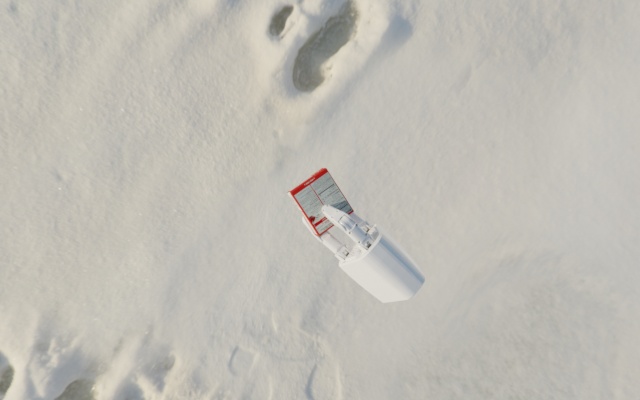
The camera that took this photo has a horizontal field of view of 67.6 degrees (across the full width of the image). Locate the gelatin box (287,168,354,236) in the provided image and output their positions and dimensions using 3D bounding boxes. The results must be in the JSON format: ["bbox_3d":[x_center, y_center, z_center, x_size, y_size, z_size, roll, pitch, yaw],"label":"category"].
[{"bbox_3d":[0.000,0.002,0.781,0.073,0.089,0.030,-35,10,-12],"label":"gelatin box"}]
